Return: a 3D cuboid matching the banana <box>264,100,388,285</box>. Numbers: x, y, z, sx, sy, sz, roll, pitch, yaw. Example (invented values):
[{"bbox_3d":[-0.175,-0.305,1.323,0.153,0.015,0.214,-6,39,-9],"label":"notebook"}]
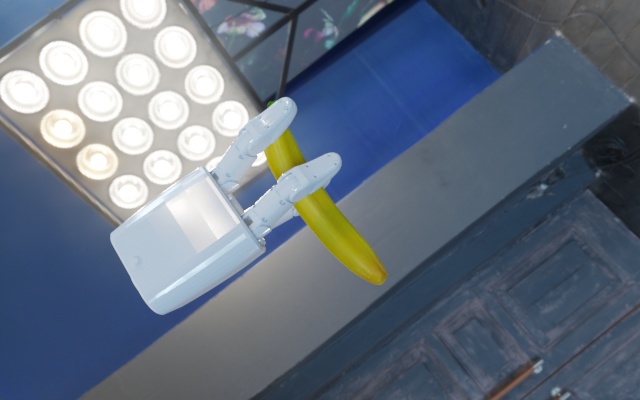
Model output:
[{"bbox_3d":[-0.005,0.001,0.467,0.037,0.198,0.069,-34,1,-12],"label":"banana"}]
